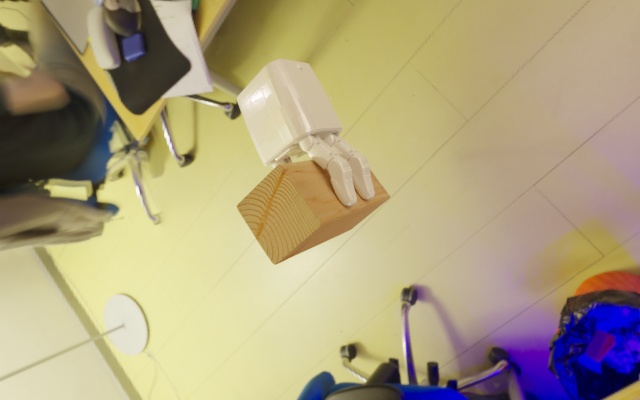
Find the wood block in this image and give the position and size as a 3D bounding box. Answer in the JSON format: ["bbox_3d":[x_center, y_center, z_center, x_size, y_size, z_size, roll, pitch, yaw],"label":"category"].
[{"bbox_3d":[0.000,0.002,0.644,0.091,0.090,0.206,-41,-12,30],"label":"wood block"}]
